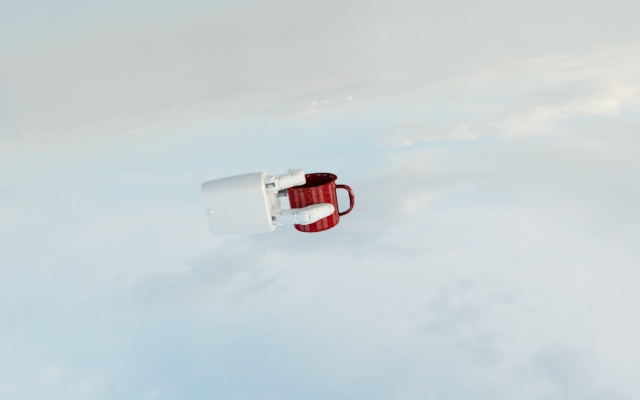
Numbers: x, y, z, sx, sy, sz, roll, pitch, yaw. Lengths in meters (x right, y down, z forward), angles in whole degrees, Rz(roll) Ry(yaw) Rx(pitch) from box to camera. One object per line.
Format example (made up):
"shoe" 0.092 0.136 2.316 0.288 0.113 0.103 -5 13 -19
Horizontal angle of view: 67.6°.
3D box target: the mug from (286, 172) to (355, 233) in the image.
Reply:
"mug" 0.002 0.003 0.812 0.117 0.081 0.093 -5 18 10
